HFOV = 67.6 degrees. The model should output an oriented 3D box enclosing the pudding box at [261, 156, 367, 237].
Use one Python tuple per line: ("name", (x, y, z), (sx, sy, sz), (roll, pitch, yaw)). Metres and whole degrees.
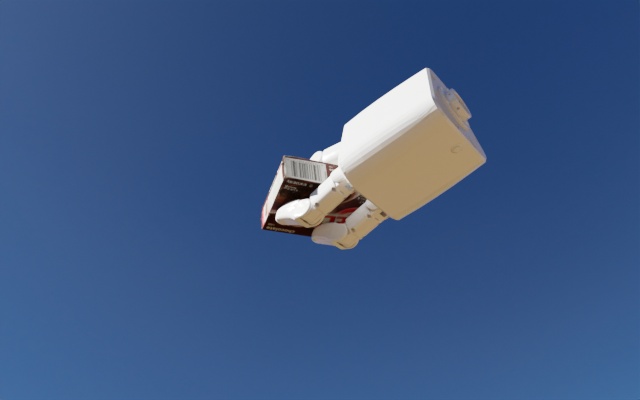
("pudding box", (0.000, 0.002, 0.526), (0.113, 0.039, 0.090), (12, -44, -16))
